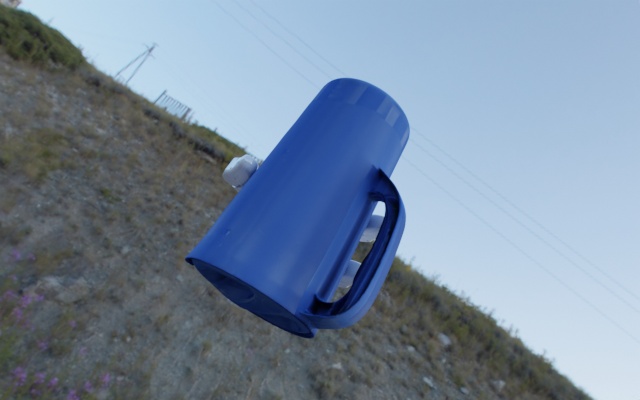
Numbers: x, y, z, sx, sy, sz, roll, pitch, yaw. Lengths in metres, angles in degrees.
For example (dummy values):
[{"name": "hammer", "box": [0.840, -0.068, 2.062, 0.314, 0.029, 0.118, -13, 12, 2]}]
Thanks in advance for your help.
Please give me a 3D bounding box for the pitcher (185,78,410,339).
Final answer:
[{"name": "pitcher", "box": [0.000, 0.002, 0.462, 0.149, 0.242, 0.145, 34, -22, -5]}]
